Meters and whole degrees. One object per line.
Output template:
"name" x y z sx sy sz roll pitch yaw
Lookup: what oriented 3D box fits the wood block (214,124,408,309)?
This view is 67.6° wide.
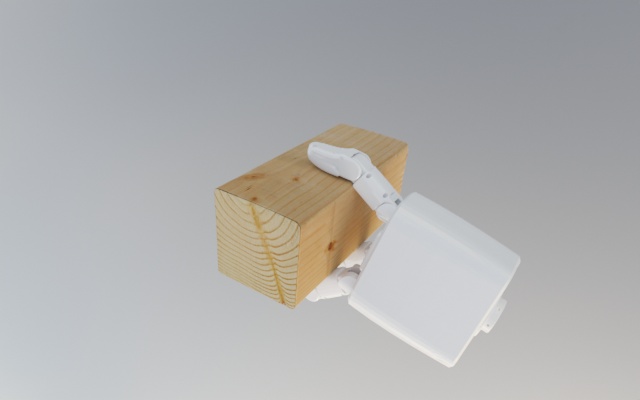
"wood block" 0.000 0.001 0.477 0.090 0.091 0.206 21 33 26
